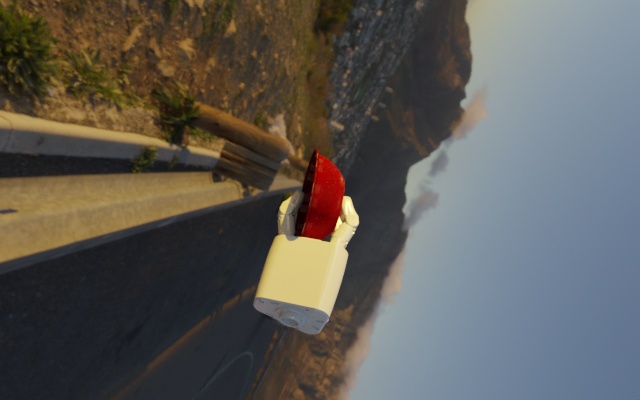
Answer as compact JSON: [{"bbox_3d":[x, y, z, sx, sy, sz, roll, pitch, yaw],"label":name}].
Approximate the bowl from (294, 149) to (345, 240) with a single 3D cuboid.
[{"bbox_3d":[0.001,0.001,0.760,0.055,0.162,0.162,12,-2,-8],"label":"bowl"}]
